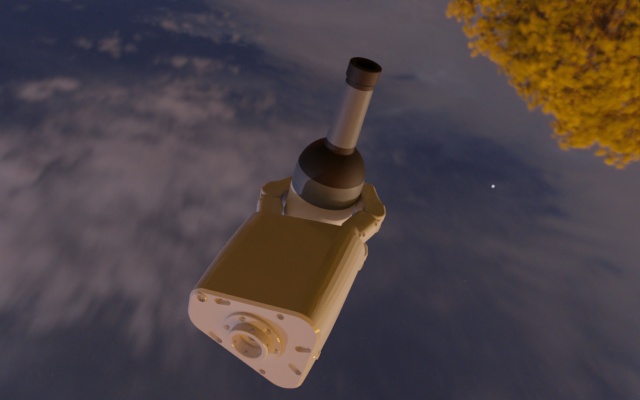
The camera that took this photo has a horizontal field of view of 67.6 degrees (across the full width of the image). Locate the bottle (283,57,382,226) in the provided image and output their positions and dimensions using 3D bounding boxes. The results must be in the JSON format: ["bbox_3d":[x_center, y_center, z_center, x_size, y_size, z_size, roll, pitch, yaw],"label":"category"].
[{"bbox_3d":[0.000,0.002,0.474,0.069,0.296,0.069,11,38,-9],"label":"bottle"}]
